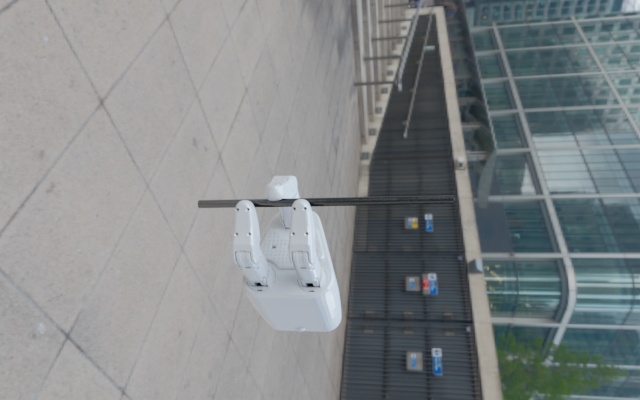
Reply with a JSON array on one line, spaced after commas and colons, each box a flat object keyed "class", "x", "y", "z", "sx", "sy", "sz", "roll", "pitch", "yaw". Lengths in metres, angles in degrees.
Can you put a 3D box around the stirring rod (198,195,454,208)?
[{"class": "stirring rod", "x": 0.000, "y": 0.001, "z": 0.446, "sx": 0.239, "sy": 0.011, "sz": 0.011, "roll": -1, "pitch": 0, "yaw": 10}]
